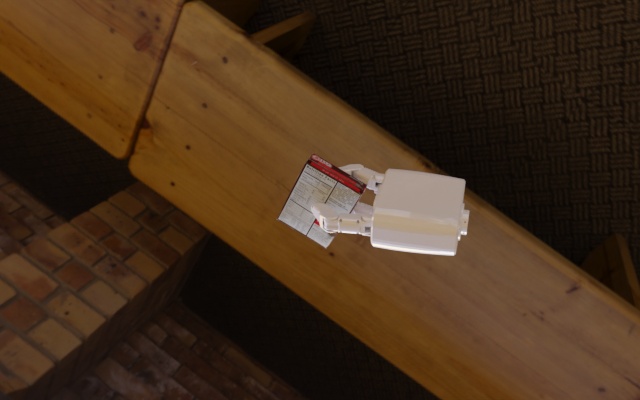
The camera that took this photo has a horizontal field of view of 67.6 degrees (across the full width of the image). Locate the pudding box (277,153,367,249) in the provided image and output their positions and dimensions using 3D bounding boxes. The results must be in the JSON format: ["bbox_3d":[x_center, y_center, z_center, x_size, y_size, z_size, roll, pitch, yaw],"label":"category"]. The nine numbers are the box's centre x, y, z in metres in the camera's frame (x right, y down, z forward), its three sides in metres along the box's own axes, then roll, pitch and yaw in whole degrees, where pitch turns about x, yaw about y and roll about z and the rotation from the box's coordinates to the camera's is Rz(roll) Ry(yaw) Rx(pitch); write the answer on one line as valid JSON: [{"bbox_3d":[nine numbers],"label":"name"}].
[{"bbox_3d":[0.000,0.002,0.681,0.090,0.113,0.039,31,31,2],"label":"pudding box"}]
